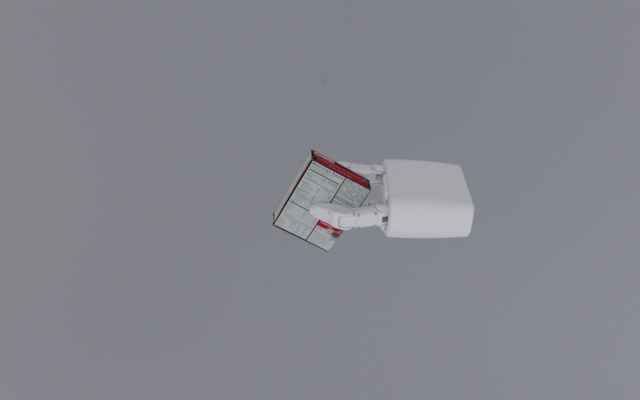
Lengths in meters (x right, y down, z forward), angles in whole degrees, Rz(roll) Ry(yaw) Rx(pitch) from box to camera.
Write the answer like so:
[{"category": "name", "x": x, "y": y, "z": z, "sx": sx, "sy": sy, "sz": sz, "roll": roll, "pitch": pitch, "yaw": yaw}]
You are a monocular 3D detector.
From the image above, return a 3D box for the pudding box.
[{"category": "pudding box", "x": 0.000, "y": 0.002, "z": 0.633, "sx": 0.090, "sy": 0.113, "sz": 0.039, "roll": 28, "pitch": 21, "yaw": -13}]
